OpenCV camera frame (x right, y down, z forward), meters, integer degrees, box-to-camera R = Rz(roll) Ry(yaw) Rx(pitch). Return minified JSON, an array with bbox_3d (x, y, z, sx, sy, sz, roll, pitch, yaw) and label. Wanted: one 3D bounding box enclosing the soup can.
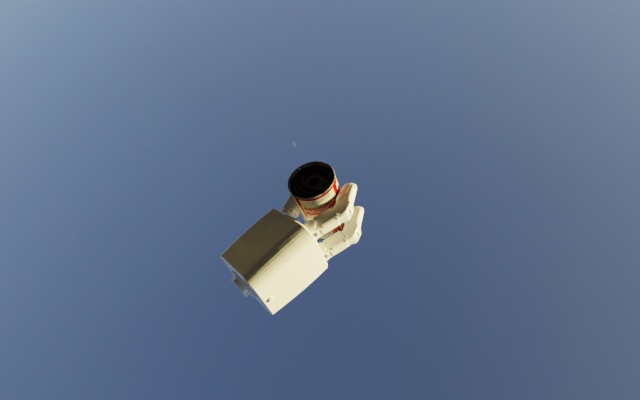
[{"bbox_3d":[0.000,0.002,0.696,0.068,0.068,0.102,0,-38,19],"label":"soup can"}]
